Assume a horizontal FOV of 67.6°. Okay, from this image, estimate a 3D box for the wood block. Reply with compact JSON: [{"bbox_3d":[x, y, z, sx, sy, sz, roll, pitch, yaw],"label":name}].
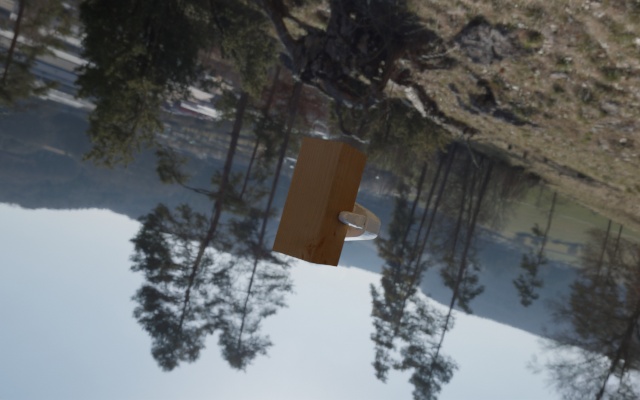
[{"bbox_3d":[0.001,0.003,0.838,0.091,0.206,0.090,13,-4,35],"label":"wood block"}]
